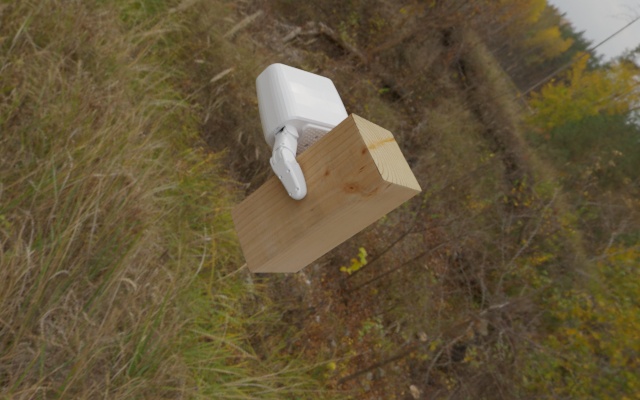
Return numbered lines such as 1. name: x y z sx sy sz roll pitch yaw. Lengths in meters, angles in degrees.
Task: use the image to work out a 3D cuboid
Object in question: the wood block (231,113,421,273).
1. wood block: 0.000 0.001 0.573 0.206 0.090 0.091 -36 -27 28
